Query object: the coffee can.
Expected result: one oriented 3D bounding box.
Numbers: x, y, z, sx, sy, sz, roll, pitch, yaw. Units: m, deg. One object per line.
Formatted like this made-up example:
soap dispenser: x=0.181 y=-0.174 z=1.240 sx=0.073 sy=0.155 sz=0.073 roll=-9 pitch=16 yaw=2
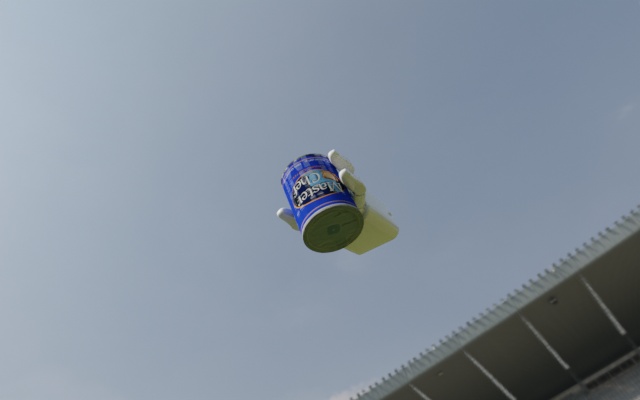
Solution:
coffee can: x=0.000 y=0.003 z=0.800 sx=0.103 sy=0.103 sz=0.140 roll=0 pitch=40 yaw=-23
